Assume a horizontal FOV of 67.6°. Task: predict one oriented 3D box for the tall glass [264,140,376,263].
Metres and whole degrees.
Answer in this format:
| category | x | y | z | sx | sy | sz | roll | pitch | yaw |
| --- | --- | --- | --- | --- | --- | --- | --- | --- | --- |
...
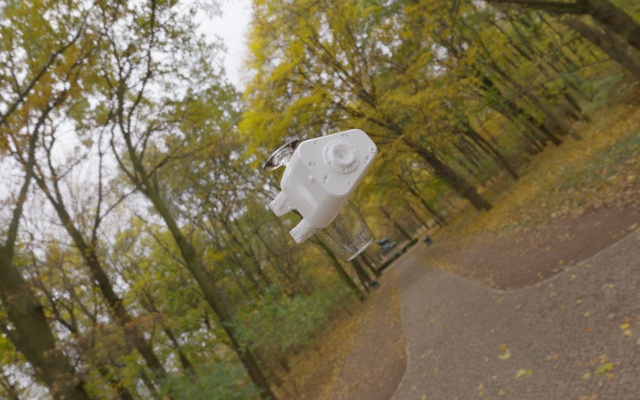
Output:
| category | x | y | z | sx | sy | sz | roll | pitch | yaw |
| --- | --- | --- | --- | --- | --- | --- | --- | --- | --- |
| tall glass | 0.000 | 0.002 | 0.754 | 0.079 | 0.201 | 0.079 | -38 | -10 | -8 |
